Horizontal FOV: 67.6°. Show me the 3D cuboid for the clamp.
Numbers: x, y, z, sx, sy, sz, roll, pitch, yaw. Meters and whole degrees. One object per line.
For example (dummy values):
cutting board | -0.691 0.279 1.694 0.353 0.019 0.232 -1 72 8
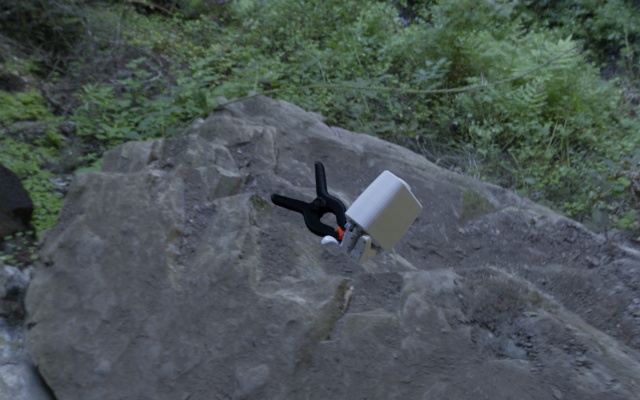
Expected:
clamp | 0.000 0.003 0.887 0.171 0.120 0.039 40 -6 26
